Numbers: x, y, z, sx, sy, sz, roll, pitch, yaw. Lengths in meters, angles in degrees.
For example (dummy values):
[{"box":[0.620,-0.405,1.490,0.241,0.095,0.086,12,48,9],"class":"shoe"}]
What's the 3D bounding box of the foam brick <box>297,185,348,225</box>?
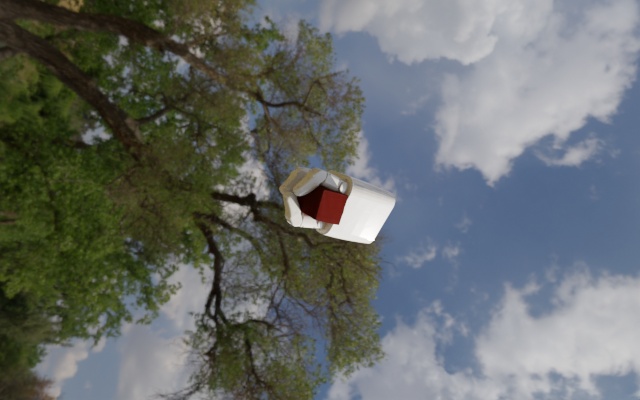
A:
[{"box":[0.000,0.003,0.795,0.051,0.053,0.078,15,6,-32],"class":"foam brick"}]
